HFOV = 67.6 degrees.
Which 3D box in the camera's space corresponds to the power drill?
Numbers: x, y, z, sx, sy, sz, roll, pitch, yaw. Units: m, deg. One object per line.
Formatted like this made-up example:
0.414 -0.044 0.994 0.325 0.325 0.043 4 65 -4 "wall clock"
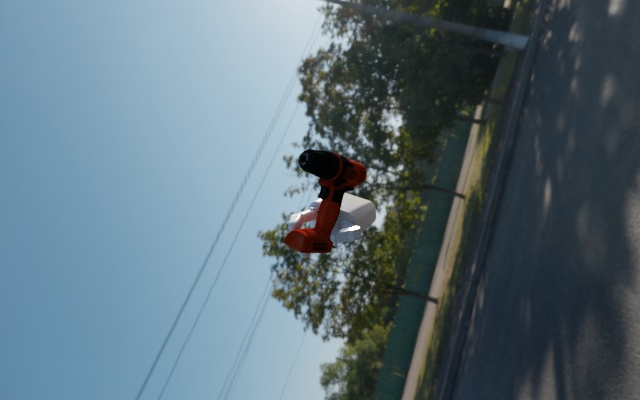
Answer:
0.000 0.003 0.873 0.057 0.188 0.184 29 11 36 "power drill"
